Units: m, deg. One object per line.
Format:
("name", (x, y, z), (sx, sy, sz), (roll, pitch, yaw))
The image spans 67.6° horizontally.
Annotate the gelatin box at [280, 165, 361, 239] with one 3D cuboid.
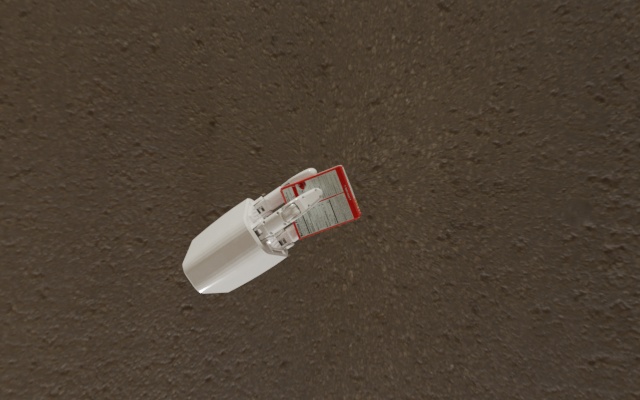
("gelatin box", (0.000, 0.002, 0.633), (0.089, 0.073, 0.030), (-21, 3, 11))
